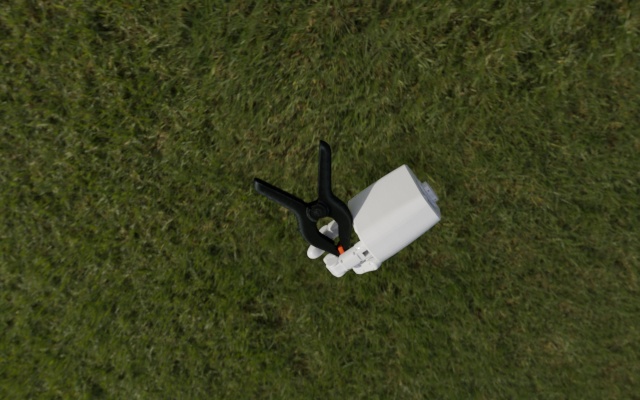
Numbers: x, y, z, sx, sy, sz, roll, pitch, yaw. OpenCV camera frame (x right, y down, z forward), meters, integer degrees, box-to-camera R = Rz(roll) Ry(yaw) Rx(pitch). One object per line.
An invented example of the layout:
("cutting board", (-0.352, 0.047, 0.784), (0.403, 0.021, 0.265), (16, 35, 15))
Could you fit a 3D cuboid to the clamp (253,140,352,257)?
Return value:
("clamp", (0.000, 0.003, 0.680), (0.120, 0.171, 0.039), (-36, 16, 15))
